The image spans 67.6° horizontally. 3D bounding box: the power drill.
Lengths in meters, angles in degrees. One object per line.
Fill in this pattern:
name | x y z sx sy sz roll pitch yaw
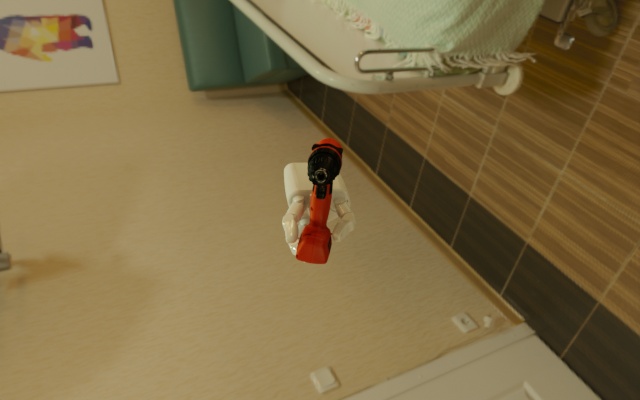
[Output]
power drill | 0.000 0.003 0.763 0.057 0.188 0.184 10 19 4
